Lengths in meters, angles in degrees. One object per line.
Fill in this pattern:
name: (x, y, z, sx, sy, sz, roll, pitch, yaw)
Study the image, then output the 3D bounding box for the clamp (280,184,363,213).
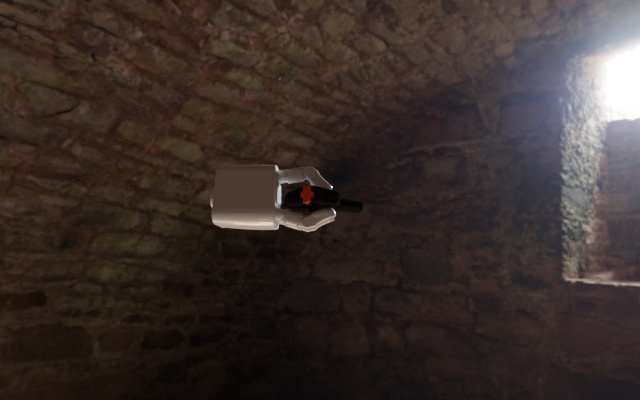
clamp: (0.000, 0.002, 0.840, 0.164, 0.036, 0.210, -2, -8, -1)
